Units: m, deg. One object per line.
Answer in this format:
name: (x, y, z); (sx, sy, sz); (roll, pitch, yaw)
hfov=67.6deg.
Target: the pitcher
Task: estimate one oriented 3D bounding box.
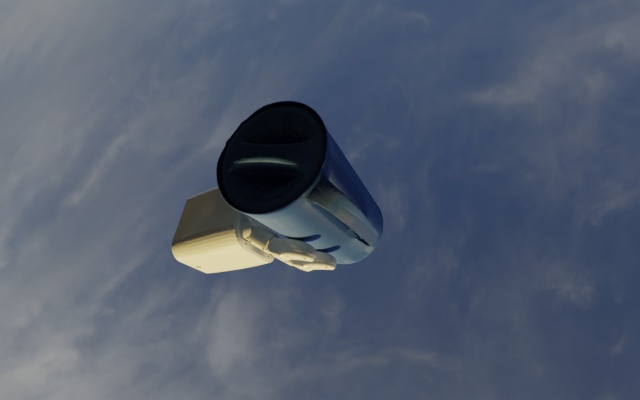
pitcher: (0.000, 0.002, 0.587); (0.145, 0.149, 0.243); (-16, -29, 20)
